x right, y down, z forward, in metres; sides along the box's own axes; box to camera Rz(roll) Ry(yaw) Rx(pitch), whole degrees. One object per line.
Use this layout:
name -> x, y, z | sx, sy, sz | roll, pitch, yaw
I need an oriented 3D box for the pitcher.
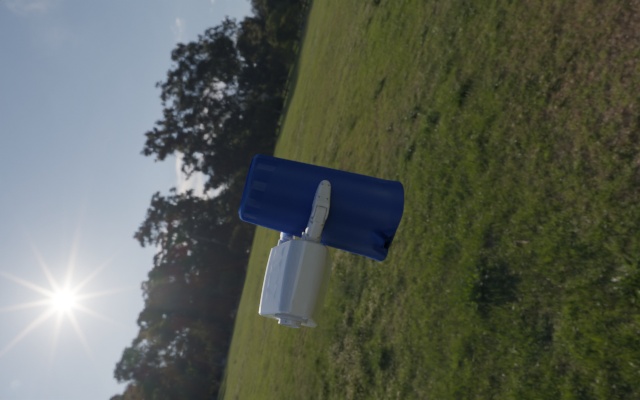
pitcher -> 0.000, 0.003, 0.766 | 0.243, 0.145, 0.149 | 14, -20, -7
